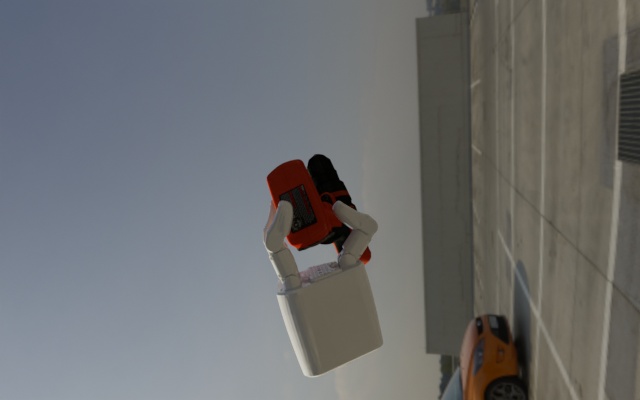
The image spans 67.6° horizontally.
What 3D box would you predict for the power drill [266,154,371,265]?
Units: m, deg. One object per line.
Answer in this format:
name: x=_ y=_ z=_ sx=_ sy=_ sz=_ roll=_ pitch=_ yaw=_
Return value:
power drill: x=0.000 y=0.002 z=0.648 sx=0.057 sy=0.184 sz=0.188 roll=-29 pitch=-18 yaw=17
